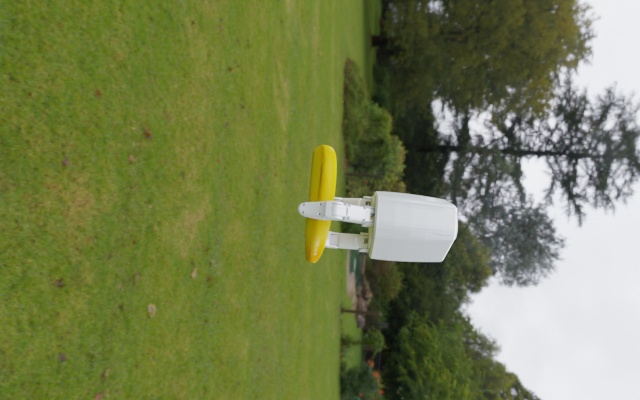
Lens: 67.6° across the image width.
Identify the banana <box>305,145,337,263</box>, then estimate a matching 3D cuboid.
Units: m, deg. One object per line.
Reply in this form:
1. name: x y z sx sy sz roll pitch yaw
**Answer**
1. banana: 0.002 -0.011 0.675 0.037 0.197 0.070 5 -35 -1
